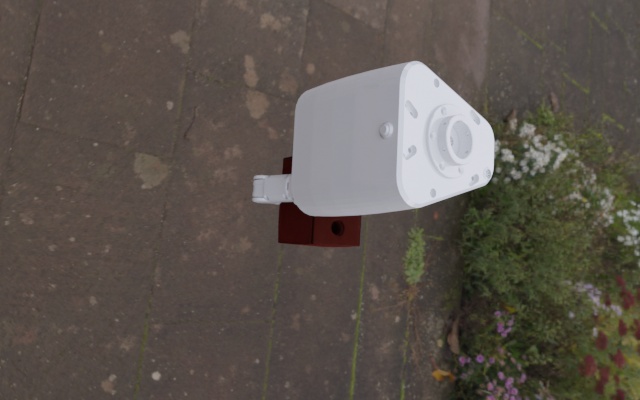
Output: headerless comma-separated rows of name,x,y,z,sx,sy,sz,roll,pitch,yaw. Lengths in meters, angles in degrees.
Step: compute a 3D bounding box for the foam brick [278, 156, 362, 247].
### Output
foam brick,0.000,0.002,0.413,0.053,0.078,0.051,7,-6,-39
